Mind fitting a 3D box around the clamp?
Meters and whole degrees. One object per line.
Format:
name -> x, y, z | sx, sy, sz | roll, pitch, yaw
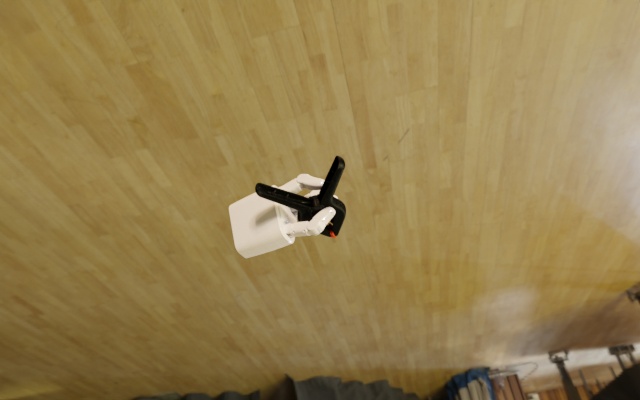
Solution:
clamp -> 0.000, 0.004, 0.887 | 0.164, 0.036, 0.210 | -22, -40, 16
